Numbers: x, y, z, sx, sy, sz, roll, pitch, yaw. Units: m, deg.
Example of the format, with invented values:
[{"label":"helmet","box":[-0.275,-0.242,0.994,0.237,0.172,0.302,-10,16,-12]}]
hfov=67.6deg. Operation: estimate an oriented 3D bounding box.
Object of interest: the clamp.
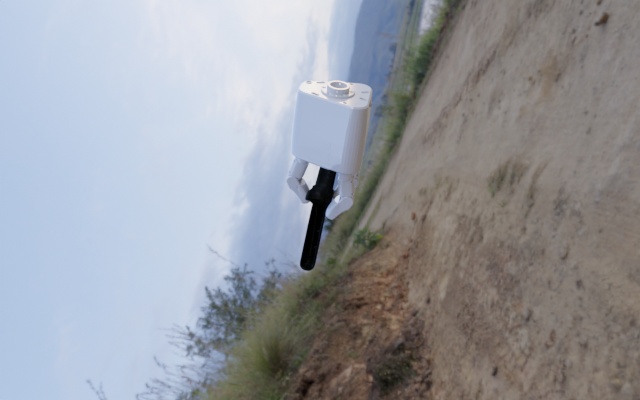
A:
[{"label":"clamp","box":[-0.001,0.002,0.799,0.036,0.165,0.209,12,36,4]}]
